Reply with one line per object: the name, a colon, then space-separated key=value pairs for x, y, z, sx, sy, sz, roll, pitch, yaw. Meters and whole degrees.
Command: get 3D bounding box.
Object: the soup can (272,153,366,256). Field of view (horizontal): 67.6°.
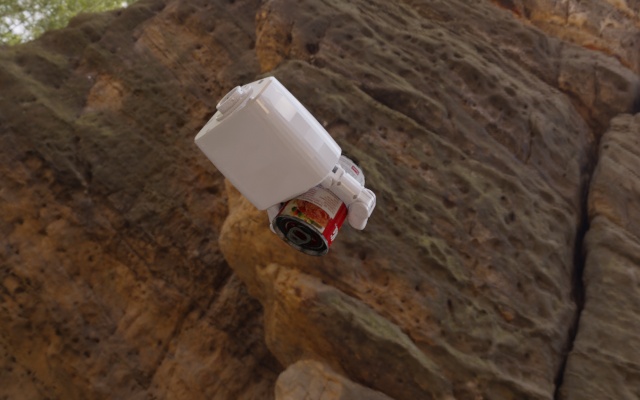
soup can: x=0.001 y=0.002 z=0.535 sx=0.068 sy=0.102 sz=0.069 roll=23 pitch=-31 yaw=15
